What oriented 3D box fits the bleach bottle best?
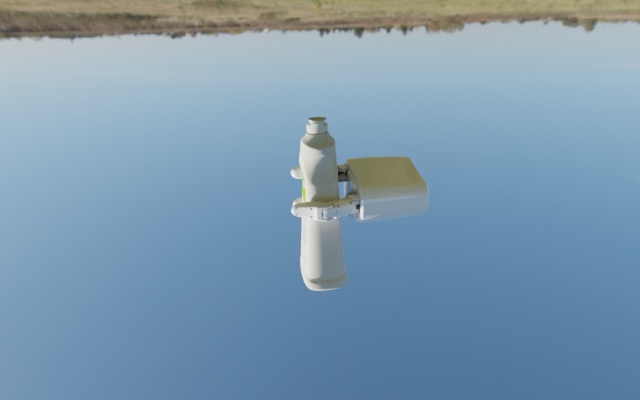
[{"bbox_3d":[0.000,0.002,0.724,0.068,0.251,0.102,-5,20,-10],"label":"bleach bottle"}]
